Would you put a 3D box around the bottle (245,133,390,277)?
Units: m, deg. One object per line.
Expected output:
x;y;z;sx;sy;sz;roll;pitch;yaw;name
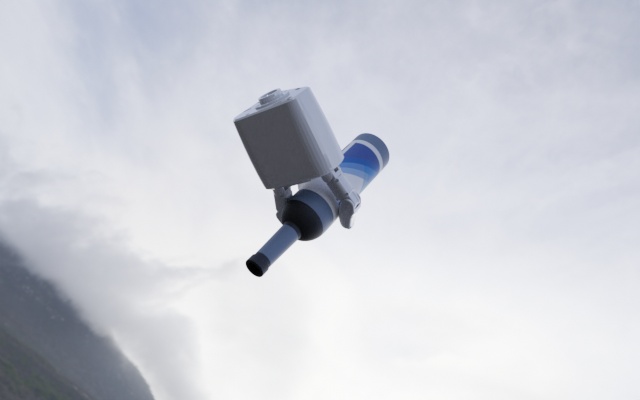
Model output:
0.000;0.002;0.670;0.069;0.069;0.295;0;33;41;bottle
